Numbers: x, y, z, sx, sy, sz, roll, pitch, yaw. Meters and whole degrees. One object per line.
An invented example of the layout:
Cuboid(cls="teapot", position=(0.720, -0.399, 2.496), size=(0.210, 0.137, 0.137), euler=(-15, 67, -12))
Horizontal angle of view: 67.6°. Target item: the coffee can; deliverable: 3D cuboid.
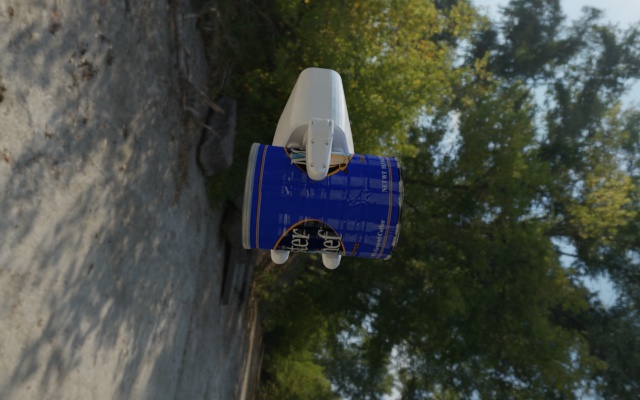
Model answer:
Cuboid(cls="coffee can", position=(0.000, 0.002, 0.467), size=(0.140, 0.103, 0.103), euler=(5, 0, -3))
